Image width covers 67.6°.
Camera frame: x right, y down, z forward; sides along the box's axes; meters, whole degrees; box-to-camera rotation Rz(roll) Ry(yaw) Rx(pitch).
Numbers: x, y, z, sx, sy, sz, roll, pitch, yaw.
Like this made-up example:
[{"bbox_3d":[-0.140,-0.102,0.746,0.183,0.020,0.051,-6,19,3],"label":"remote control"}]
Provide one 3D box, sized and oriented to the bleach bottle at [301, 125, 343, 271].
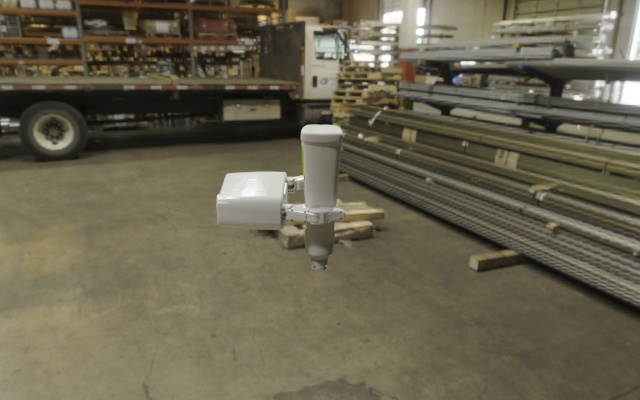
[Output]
[{"bbox_3d":[0.000,0.003,0.813,0.068,0.251,0.102,1,17,-1],"label":"bleach bottle"}]
